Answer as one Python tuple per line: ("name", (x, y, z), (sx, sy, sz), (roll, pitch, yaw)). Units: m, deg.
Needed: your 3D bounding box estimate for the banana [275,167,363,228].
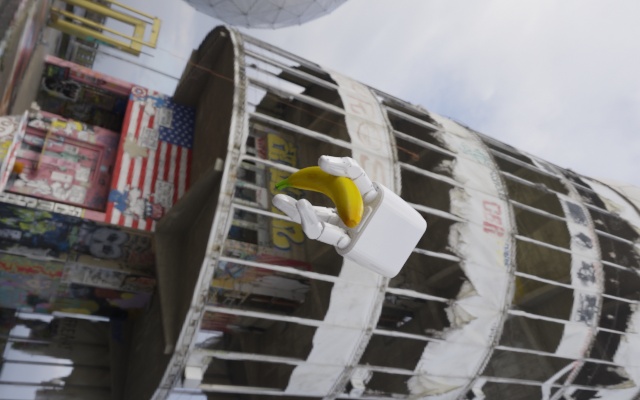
("banana", (0.010, -0.012, 0.663), (0.037, 0.069, 0.197), (49, -14, -33))
